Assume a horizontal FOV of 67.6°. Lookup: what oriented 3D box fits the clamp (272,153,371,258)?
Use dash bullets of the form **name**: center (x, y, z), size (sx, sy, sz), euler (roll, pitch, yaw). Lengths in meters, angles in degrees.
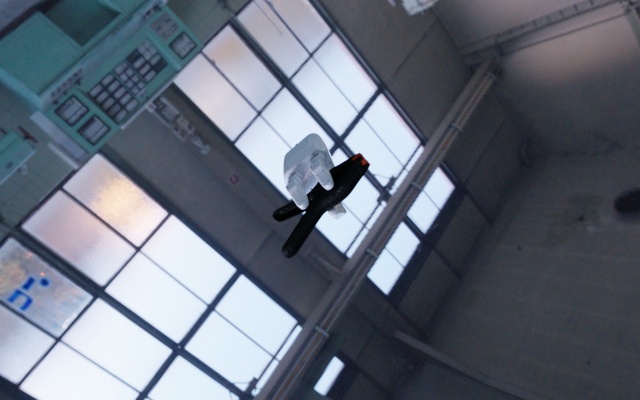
- **clamp**: center (0.001, 0.003, 0.816), size (0.210, 0.036, 0.164), euler (-39, 25, 12)
